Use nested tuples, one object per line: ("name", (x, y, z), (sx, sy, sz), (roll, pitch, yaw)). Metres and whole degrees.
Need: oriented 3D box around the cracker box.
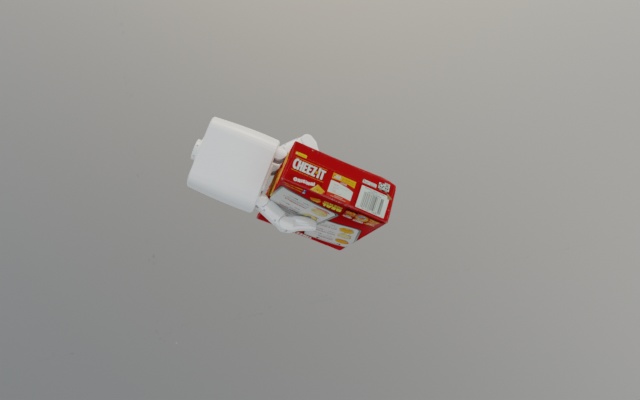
("cracker box", (0.000, 0.003, 0.758), (0.164, 0.072, 0.214), (22, -21, -9))
